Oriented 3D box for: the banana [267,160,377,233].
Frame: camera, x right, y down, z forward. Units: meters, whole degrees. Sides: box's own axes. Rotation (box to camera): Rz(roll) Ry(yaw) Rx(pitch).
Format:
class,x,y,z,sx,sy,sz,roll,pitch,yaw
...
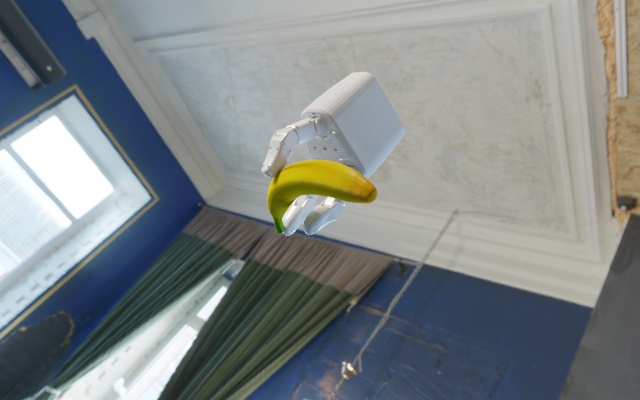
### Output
class,x,y,z,sx,sy,sz,roll,pitch,yaw
banana,-0.013,-0.012,0.530,0.037,0.069,0.198,-43,12,-32
